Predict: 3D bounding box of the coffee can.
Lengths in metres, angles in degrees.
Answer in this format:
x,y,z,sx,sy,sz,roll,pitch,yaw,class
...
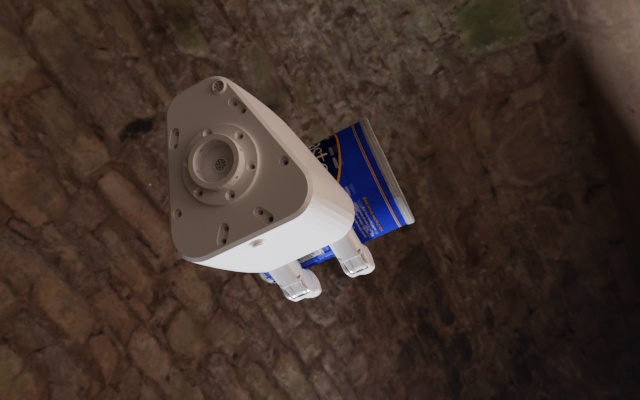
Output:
x,y,z,sx,sy,sz,roll,pitch,yaw,class
0.000,0.001,0.435,0.140,0.103,0.103,-25,-5,10,coffee can
